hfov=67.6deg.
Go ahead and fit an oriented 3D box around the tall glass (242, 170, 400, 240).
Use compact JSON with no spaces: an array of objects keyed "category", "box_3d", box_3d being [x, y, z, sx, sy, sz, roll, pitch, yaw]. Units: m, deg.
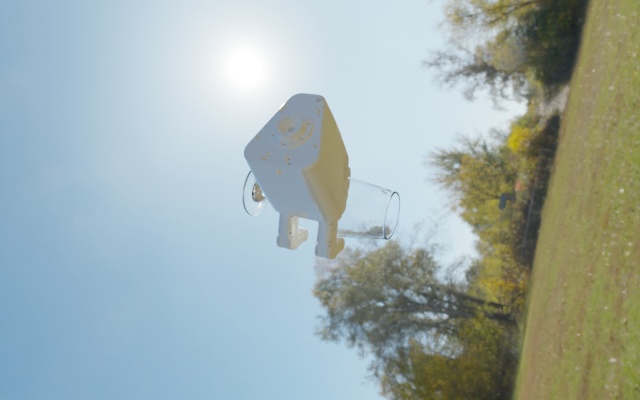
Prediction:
[{"category":"tall glass","box_3d":[0.000,0.002,0.634,0.201,0.079,0.079,11,4,23]}]
